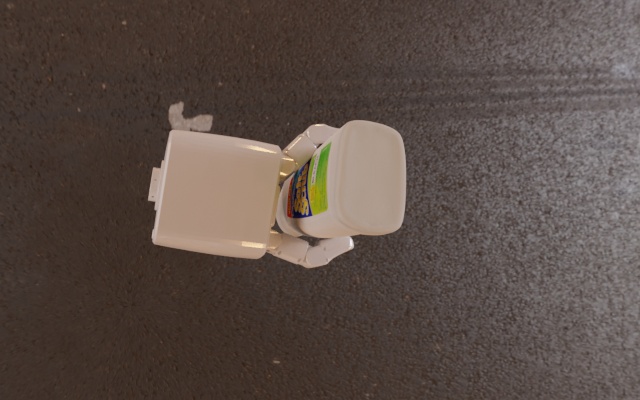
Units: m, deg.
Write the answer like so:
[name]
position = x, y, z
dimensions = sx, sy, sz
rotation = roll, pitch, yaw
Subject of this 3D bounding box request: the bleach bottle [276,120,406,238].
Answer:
[bleach bottle]
position = 0.000, 0.002, 0.514
dimensions = 0.068, 0.102, 0.251
rotation = 10, -15, -19
